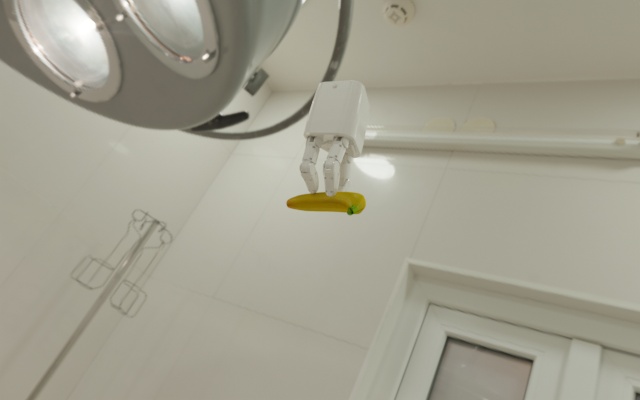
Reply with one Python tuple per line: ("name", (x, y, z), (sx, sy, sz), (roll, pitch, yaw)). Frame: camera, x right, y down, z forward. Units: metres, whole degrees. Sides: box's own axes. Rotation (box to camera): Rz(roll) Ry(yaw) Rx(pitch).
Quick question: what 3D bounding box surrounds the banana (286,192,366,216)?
("banana", (0.017, 0.003, 0.822), (0.069, 0.037, 0.198), (0, 1, -35))
